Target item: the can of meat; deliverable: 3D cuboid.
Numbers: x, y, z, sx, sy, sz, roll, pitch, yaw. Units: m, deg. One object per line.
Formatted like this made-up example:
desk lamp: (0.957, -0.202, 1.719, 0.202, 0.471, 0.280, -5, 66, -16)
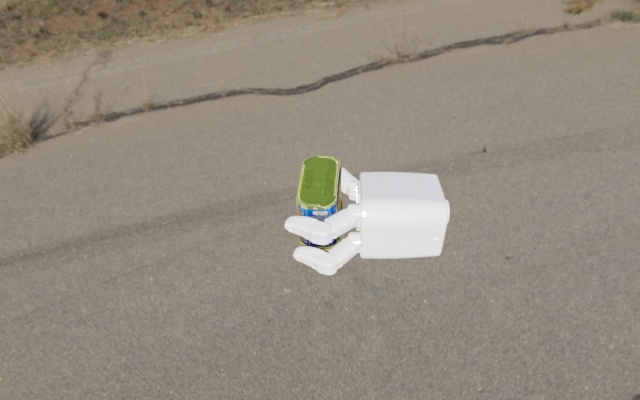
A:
can of meat: (0.000, 0.002, 0.635, 0.057, 0.102, 0.084, 1, -44, 5)
